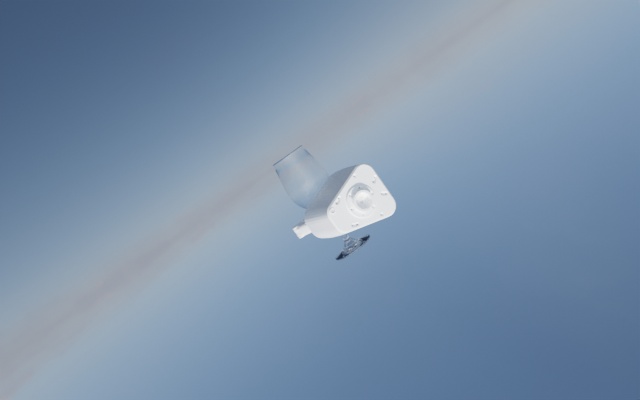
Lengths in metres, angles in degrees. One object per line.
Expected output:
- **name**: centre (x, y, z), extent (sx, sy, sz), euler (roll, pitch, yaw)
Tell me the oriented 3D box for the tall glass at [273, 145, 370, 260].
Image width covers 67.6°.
- **tall glass**: centre (0.000, 0.003, 0.834), extent (0.079, 0.201, 0.079), euler (-35, 6, 4)
